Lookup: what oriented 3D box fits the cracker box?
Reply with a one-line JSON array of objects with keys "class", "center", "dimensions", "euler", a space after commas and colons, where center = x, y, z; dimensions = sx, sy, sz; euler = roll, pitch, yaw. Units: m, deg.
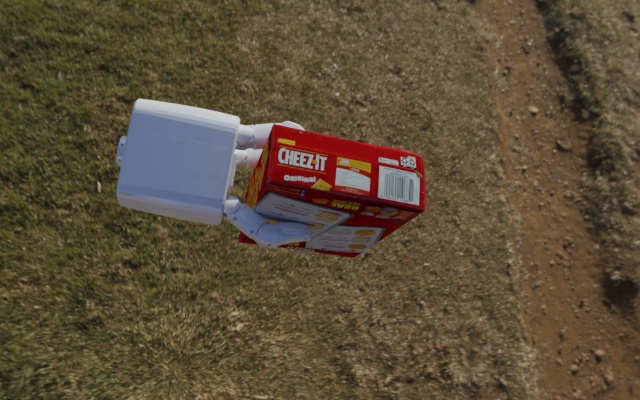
[{"class": "cracker box", "center": [0.000, 0.002, 0.558], "dimensions": [0.164, 0.072, 0.214], "euler": [10, -22, -14]}]
